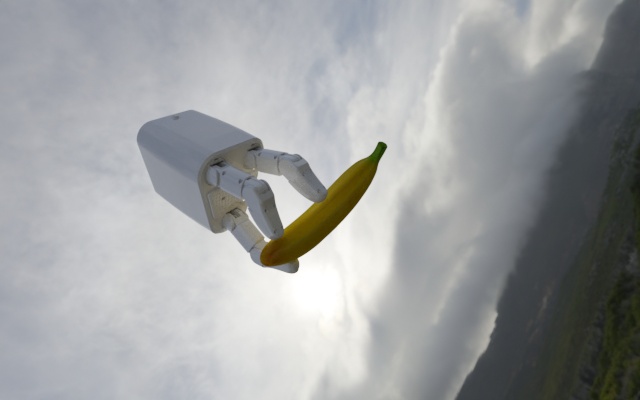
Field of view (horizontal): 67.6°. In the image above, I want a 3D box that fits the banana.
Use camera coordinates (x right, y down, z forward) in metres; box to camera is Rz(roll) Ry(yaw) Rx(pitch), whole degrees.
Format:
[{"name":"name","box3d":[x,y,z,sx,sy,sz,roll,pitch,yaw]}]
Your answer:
[{"name":"banana","box3d":[0.003,0.010,0.528,0.037,0.197,0.070,32,-28,23]}]
